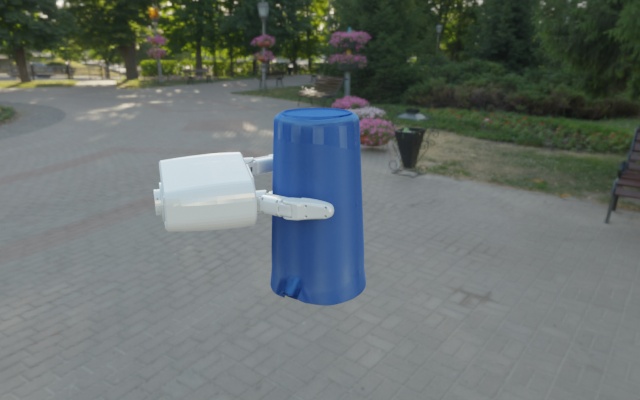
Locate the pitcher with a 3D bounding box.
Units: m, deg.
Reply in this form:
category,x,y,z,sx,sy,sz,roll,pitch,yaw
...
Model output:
category,x,y,z,sx,sy,sz,roll,pitch,yaw
pitcher,0.000,0.002,0.641,0.145,0.243,0.149,-6,19,-16
